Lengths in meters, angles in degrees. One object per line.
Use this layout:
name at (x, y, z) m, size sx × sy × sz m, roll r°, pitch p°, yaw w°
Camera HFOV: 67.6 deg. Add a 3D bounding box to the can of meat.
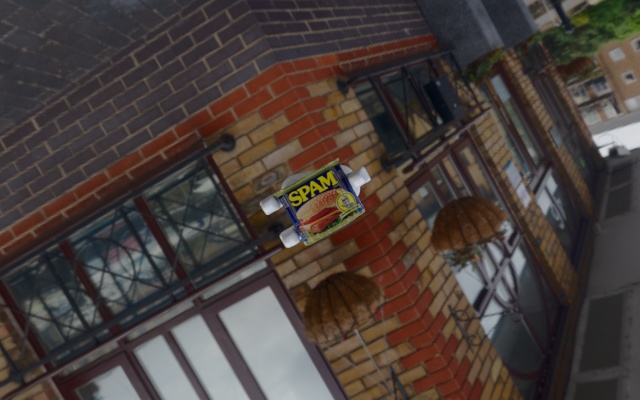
can of meat at (0.000, 0.002, 0.663) m, size 0.102 × 0.084 × 0.057 m, roll -29°, pitch 3°, yaw 0°
